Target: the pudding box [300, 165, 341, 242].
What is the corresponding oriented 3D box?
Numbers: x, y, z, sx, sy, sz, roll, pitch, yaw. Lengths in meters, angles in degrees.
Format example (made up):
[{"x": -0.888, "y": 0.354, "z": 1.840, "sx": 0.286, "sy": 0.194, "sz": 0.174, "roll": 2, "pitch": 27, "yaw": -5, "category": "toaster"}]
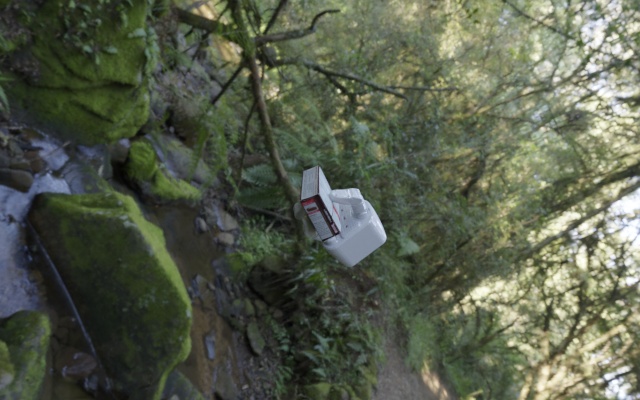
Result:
[{"x": 0.000, "y": 0.003, "z": 0.832, "sx": 0.039, "sy": 0.090, "sz": 0.113, "roll": -24, "pitch": 26, "yaw": 11, "category": "pudding box"}]
